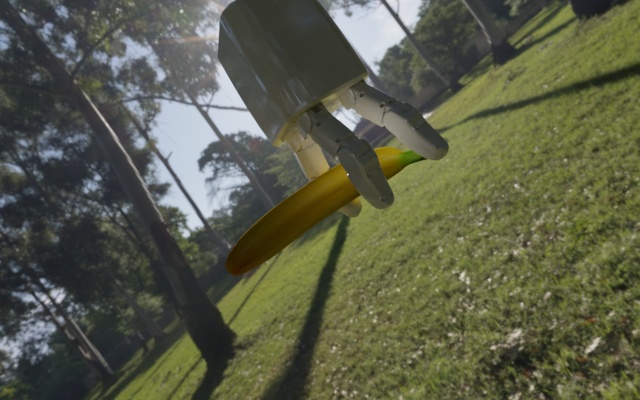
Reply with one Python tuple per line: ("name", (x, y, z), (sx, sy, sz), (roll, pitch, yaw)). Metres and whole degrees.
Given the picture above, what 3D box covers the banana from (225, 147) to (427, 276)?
("banana", (-0.001, 0.000, 0.423), (0.198, 0.037, 0.069), (-33, 4, -10))
